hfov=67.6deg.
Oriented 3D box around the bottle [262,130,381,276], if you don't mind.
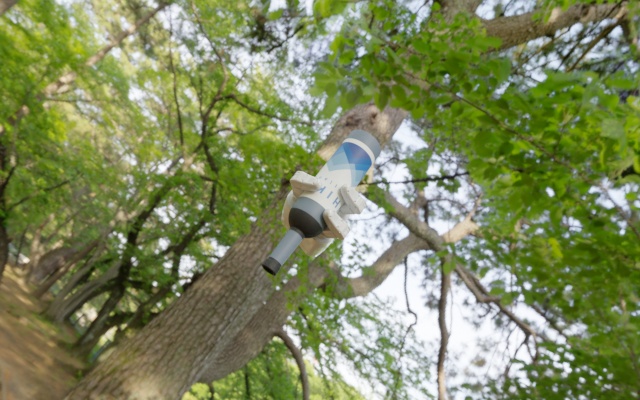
[{"bbox_3d":[0.000,0.002,0.804,0.069,0.295,0.069,30,-26,16],"label":"bottle"}]
